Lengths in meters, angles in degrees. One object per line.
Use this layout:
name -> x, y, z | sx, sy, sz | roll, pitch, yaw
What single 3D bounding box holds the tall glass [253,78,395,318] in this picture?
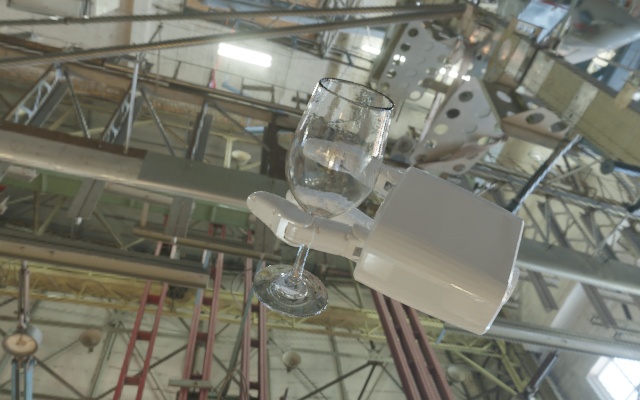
tall glass -> 0.000, 0.002, 0.411 | 0.079, 0.201, 0.079 | 14, 27, -7
